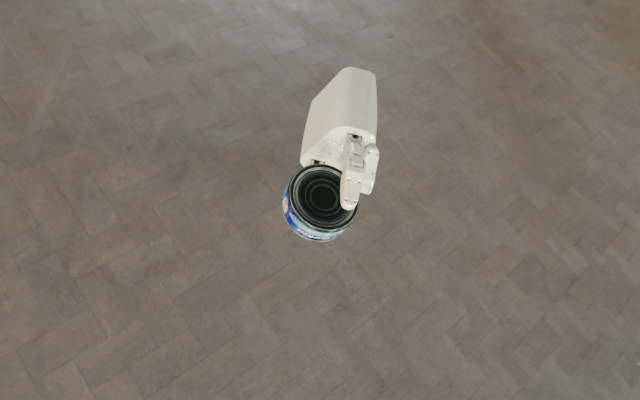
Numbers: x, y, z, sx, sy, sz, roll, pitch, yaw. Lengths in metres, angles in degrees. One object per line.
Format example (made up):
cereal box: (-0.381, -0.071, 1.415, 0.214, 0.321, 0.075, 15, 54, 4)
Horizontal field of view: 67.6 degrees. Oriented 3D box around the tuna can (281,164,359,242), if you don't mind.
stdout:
tuna can: (0.000, 0.002, 0.545, 0.086, 0.086, 0.034, 0, -24, -19)
